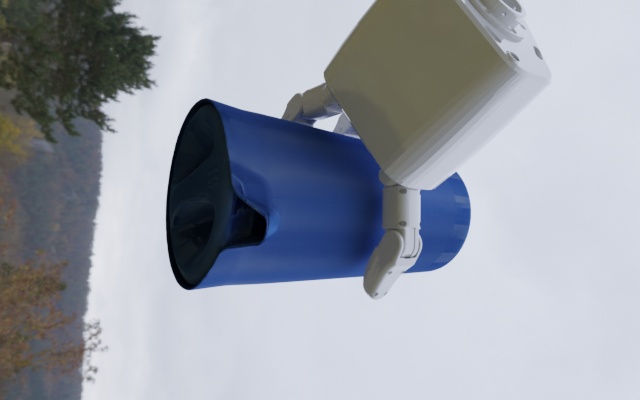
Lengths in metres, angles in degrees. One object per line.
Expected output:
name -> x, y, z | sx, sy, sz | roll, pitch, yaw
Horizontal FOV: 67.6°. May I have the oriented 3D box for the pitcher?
pitcher -> 0.000, 0.001, 0.403 | 0.243, 0.149, 0.145 | 6, -35, -33
